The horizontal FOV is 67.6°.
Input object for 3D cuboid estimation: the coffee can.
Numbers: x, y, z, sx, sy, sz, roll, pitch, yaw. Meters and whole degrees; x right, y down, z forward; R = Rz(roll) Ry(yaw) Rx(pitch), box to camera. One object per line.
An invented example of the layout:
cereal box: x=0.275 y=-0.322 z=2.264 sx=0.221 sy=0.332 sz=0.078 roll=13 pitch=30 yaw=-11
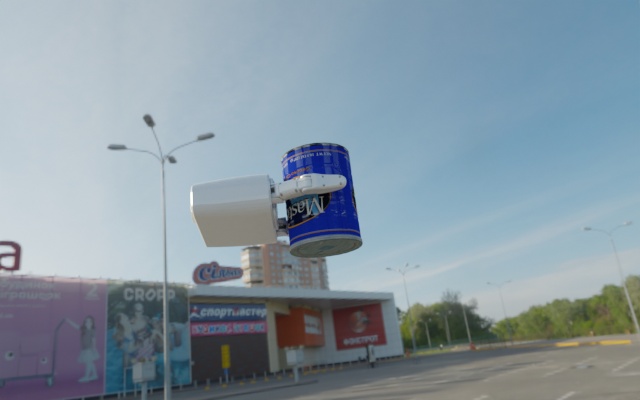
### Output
coffee can: x=0.000 y=0.002 z=0.685 sx=0.103 sy=0.140 sz=0.103 roll=-6 pitch=-19 yaw=-2
